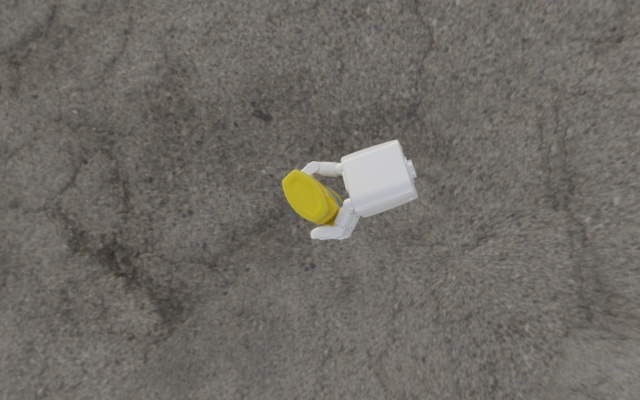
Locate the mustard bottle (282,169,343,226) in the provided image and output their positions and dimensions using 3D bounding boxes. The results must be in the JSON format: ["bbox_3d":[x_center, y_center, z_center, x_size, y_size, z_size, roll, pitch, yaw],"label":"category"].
[{"bbox_3d":[0.000,0.003,0.855,0.058,0.096,0.191,-43,-16,7],"label":"mustard bottle"}]
